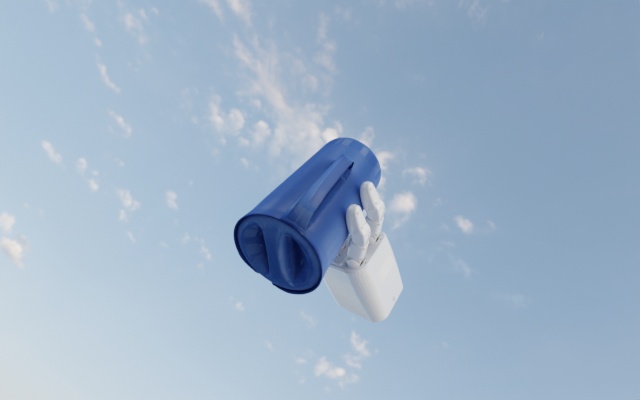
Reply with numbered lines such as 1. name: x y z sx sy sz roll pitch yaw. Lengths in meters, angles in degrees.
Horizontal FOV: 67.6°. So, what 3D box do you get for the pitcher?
1. pitcher: 0.000 0.002 0.683 0.149 0.145 0.242 -3 33 35
